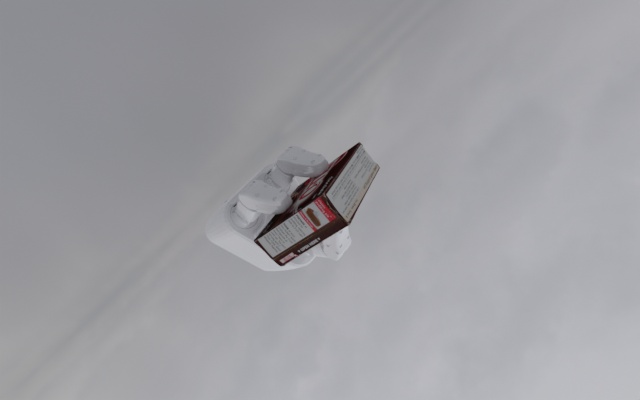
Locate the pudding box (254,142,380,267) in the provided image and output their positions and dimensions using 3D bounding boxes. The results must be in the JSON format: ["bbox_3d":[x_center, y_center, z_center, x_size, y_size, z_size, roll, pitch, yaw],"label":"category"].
[{"bbox_3d":[0.000,0.002,0.443,0.090,0.039,0.113,-35,13,33],"label":"pudding box"}]
